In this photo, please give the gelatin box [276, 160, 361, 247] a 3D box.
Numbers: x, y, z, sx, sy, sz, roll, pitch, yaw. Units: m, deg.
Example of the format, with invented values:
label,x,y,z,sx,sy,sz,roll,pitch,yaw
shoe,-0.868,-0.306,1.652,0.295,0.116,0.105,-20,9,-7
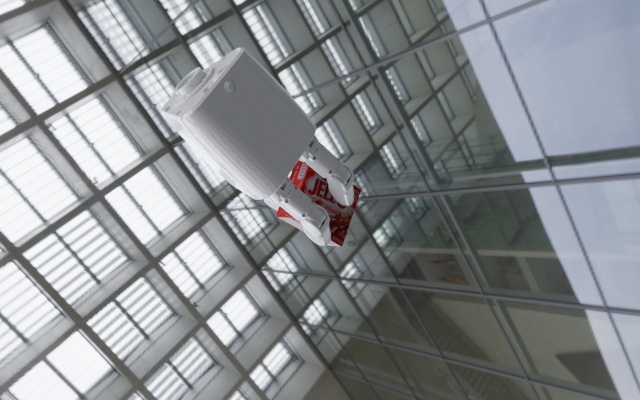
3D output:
label,x,y,z,sx,sy,sz,roll,pitch,yaw
gelatin box,0.000,0.002,0.532,0.030,0.073,0.089,3,-23,46
